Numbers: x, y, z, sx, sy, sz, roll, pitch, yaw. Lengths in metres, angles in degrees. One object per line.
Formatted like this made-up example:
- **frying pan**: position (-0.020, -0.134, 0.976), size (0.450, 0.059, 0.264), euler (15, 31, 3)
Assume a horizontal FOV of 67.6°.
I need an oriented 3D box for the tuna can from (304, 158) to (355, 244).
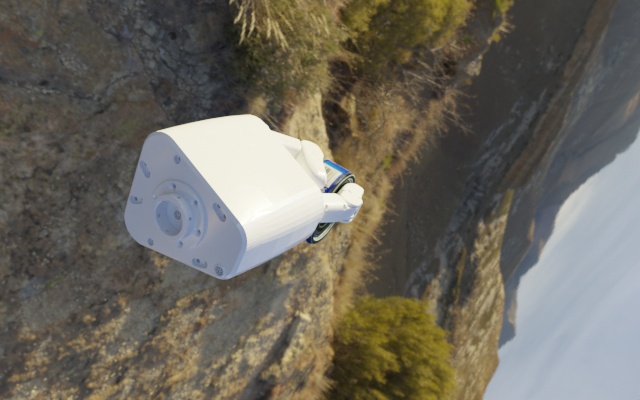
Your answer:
- **tuna can**: position (0.001, 0.002, 0.490), size (0.033, 0.086, 0.086), euler (31, 9, 15)
